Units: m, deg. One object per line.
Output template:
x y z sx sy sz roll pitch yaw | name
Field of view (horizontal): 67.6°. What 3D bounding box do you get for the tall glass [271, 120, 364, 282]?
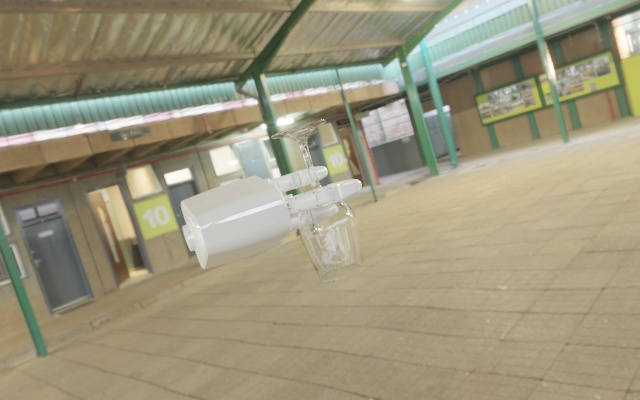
0.000 0.001 0.625 0.079 0.201 0.079 -17 4 1 | tall glass
